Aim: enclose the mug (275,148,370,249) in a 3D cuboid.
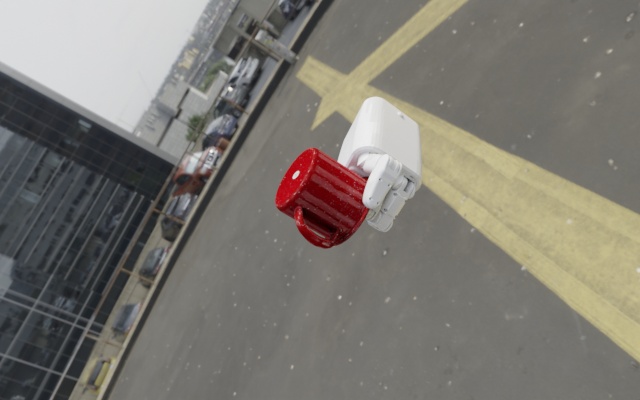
[{"bbox_3d":[0.000,0.003,0.538,0.081,0.117,0.093,31,-45,-20],"label":"mug"}]
